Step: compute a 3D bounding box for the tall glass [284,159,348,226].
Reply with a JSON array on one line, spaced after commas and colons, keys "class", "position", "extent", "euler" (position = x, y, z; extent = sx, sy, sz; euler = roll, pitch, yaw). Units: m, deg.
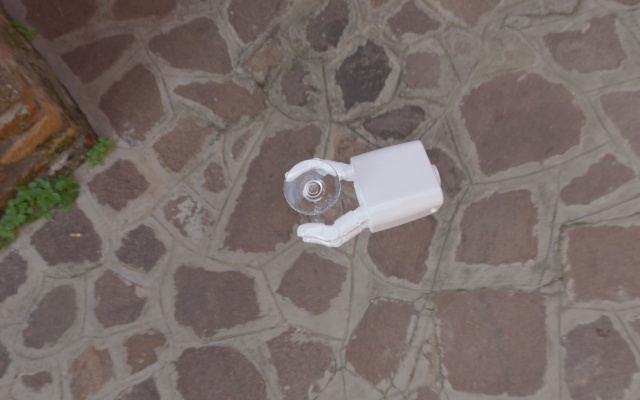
[{"class": "tall glass", "position": [0.000, 0.002, 0.712], "extent": [0.079, 0.079, 0.201], "euler": [0, -12, 6]}]
